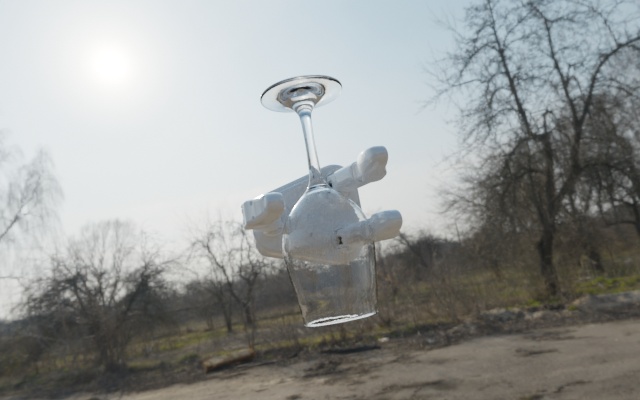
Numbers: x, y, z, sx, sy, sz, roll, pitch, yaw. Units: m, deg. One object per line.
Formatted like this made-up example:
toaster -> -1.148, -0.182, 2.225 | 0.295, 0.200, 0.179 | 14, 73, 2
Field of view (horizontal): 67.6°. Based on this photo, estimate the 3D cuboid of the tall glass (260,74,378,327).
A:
tall glass -> 0.000, 0.001, 0.409 | 0.079, 0.201, 0.079 | -10, -10, -2
